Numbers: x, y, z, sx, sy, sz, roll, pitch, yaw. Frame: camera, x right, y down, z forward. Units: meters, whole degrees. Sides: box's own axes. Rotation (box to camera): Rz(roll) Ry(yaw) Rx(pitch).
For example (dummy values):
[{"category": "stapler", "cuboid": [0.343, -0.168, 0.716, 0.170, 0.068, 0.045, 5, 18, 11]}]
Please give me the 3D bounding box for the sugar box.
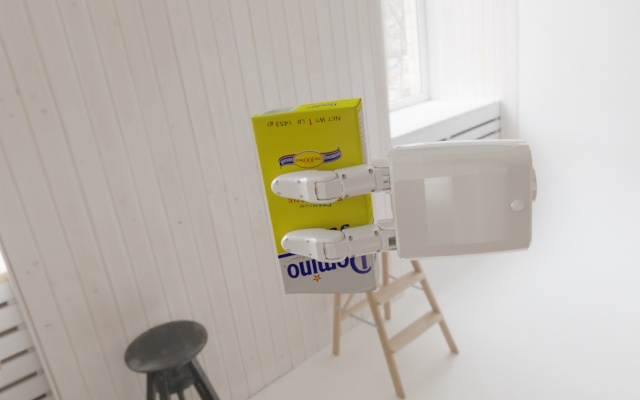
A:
[{"category": "sugar box", "cuboid": [0.000, 0.002, 0.437, 0.093, 0.176, 0.048, -4, 20, 13]}]
